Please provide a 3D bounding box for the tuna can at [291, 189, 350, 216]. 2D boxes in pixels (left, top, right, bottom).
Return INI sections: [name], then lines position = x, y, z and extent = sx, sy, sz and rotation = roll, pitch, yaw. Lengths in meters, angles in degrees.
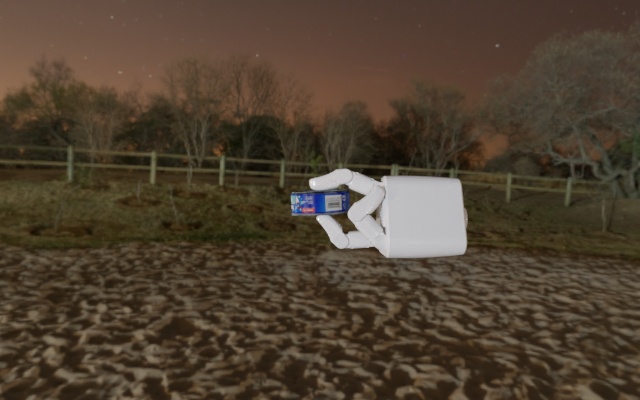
[tuna can]
position = 0.000, 0.002, 0.688
extent = 0.086, 0.034, 0.086
rotation = -3, 3, 0
